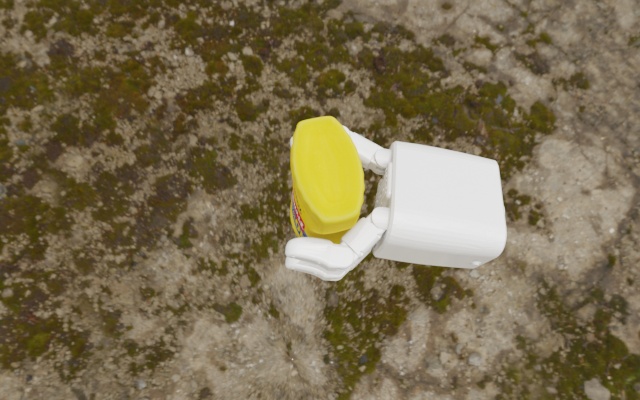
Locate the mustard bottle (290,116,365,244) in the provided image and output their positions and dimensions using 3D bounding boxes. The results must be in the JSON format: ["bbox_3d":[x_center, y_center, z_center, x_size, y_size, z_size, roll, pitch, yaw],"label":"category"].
[{"bbox_3d":[0.000,0.001,0.475,0.058,0.096,0.192,-13,-17,-8],"label":"mustard bottle"}]
